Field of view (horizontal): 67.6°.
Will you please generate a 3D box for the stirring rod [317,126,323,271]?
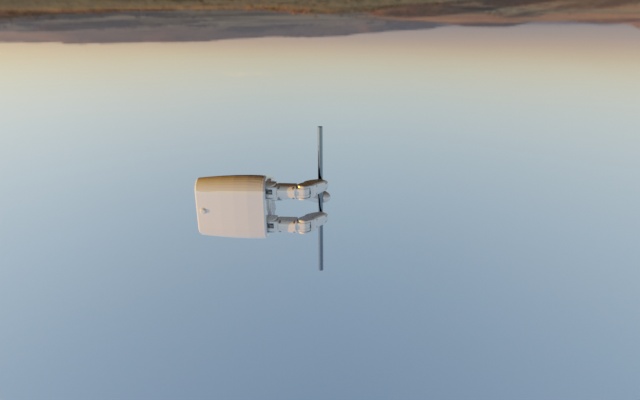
[{"bbox_3d":[0.000,0.002,0.756,0.011,0.240,0.011,0,20,0],"label":"stirring rod"}]
